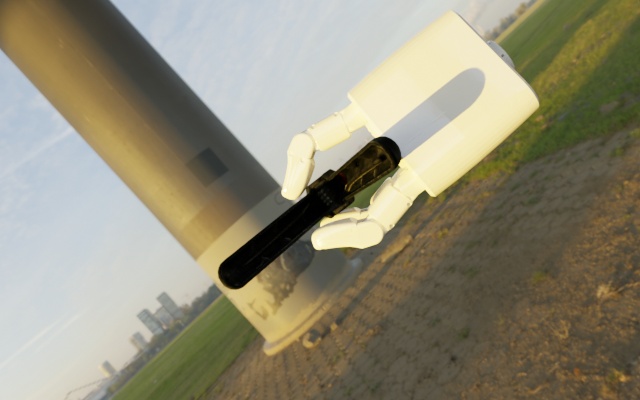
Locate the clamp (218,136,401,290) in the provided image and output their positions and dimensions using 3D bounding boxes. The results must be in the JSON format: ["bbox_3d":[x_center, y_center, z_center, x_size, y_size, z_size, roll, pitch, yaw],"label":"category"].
[{"bbox_3d":[0.000,0.001,0.420,0.164,0.036,0.210,-38,1,11],"label":"clamp"}]
